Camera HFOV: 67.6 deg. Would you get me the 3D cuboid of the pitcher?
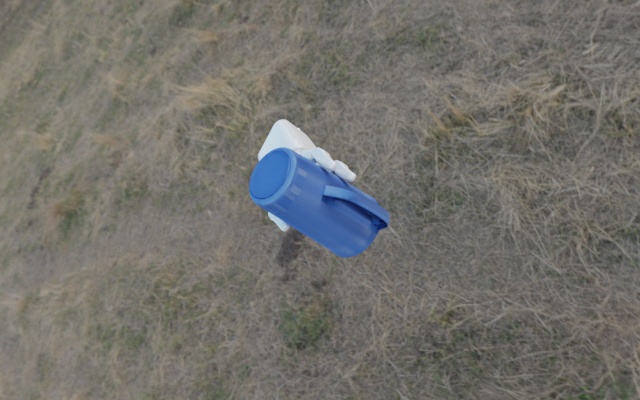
[{"bbox_3d":[0.000,0.003,0.857,0.243,0.149,0.145,32,21,-42],"label":"pitcher"}]
